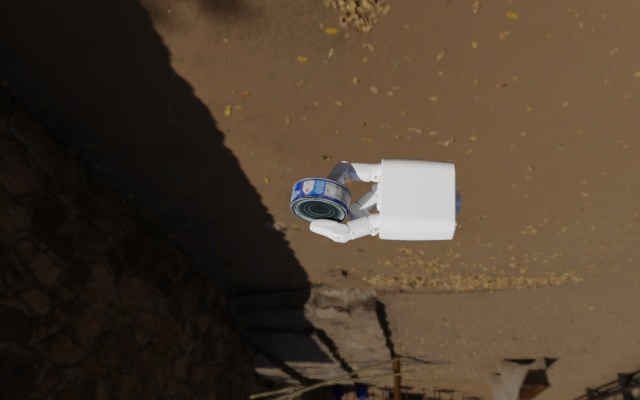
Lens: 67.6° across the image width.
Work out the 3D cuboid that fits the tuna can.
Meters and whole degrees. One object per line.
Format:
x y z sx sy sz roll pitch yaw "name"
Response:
0.000 0.003 0.690 0.086 0.033 0.086 7 -28 4 "tuna can"
